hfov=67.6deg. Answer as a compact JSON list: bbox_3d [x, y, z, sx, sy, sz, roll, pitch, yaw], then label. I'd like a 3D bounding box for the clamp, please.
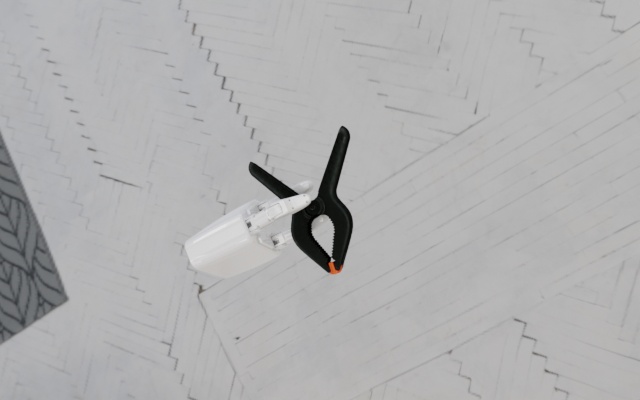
[{"bbox_3d":[0.000,0.003,0.701,0.164,0.210,0.036,-27,-10,14],"label":"clamp"}]
